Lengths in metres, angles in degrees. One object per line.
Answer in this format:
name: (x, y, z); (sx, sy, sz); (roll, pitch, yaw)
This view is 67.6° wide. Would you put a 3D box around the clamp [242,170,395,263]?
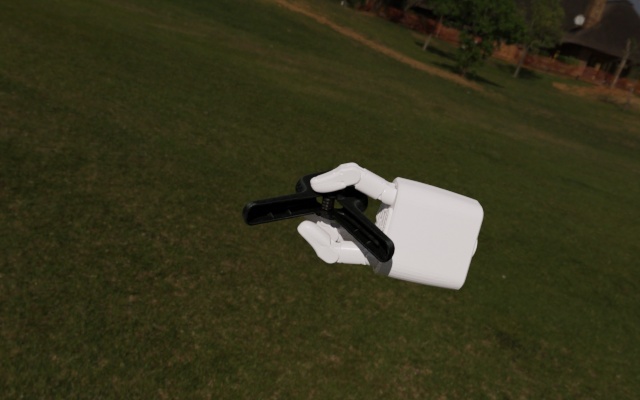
clamp: (0.001, 0.001, 0.580); (0.164, 0.036, 0.210); (14, 21, -4)
